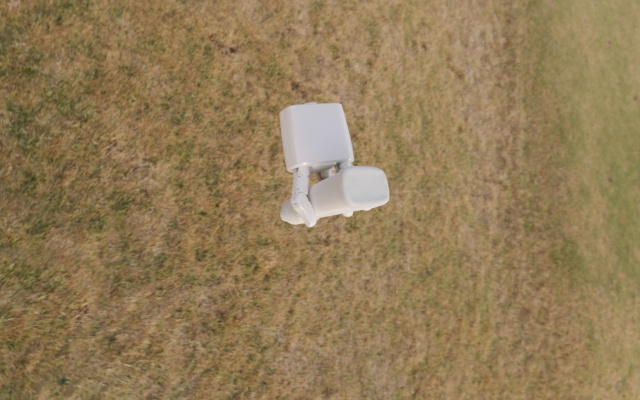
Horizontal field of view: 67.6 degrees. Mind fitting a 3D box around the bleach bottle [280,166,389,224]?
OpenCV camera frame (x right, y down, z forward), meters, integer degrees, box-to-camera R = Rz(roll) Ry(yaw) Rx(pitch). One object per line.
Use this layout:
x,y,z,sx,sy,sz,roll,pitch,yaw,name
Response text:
0.000,0.003,0.843,0.102,0.068,0.251,-3,-10,-38,bleach bottle
